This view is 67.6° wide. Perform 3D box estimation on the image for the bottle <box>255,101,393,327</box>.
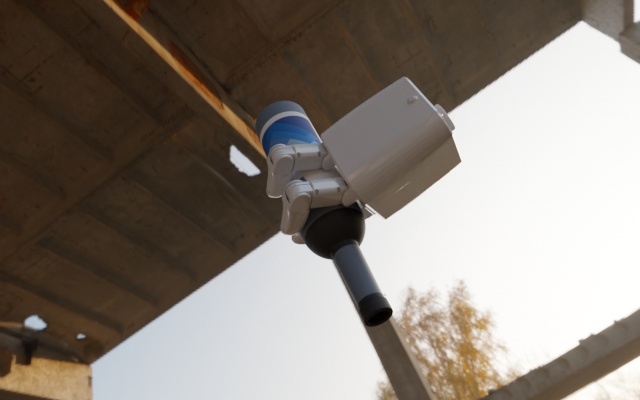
[{"bbox_3d":[0.000,0.002,0.505,0.069,0.069,0.295,0,42,-28],"label":"bottle"}]
